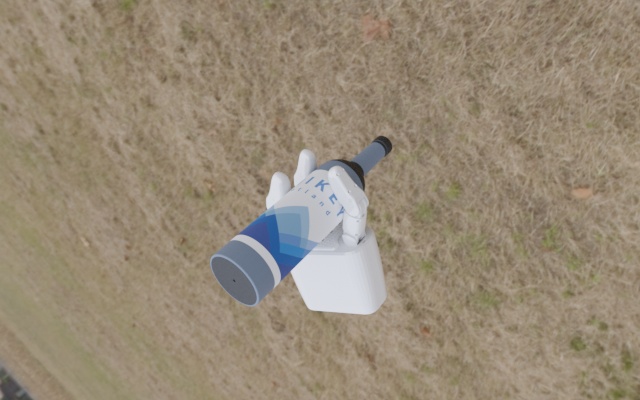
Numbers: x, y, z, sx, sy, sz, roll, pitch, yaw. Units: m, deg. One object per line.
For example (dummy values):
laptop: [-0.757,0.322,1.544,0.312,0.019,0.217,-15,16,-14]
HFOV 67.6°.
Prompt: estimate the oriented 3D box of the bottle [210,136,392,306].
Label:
bottle: [0.000,0.002,0.565,0.069,0.069,0.295,0,32,44]
